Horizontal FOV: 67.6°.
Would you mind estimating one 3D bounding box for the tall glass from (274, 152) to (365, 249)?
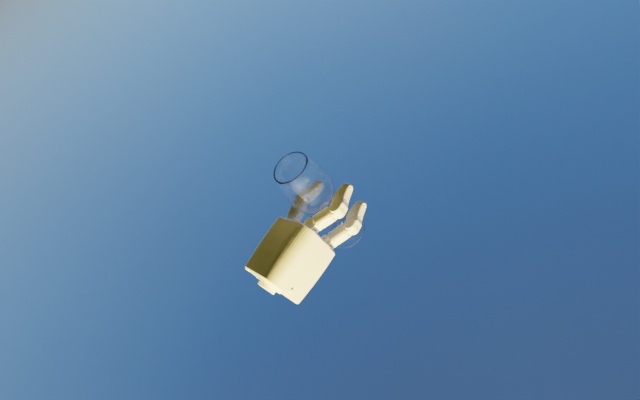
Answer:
[{"bbox_3d":[0.000,0.003,0.806,0.079,0.079,0.201,0,-33,35],"label":"tall glass"}]
